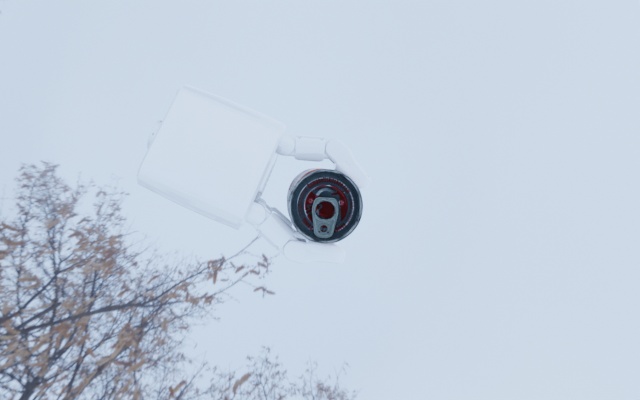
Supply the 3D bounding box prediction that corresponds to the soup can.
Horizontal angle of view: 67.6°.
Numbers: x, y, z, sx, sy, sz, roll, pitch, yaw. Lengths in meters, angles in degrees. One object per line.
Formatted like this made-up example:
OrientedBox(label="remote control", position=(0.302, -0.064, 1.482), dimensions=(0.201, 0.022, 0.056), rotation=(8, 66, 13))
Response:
OrientedBox(label="soup can", position=(0.001, 0.002, 0.479), dimensions=(0.068, 0.068, 0.102), rotation=(0, 5, -5))
